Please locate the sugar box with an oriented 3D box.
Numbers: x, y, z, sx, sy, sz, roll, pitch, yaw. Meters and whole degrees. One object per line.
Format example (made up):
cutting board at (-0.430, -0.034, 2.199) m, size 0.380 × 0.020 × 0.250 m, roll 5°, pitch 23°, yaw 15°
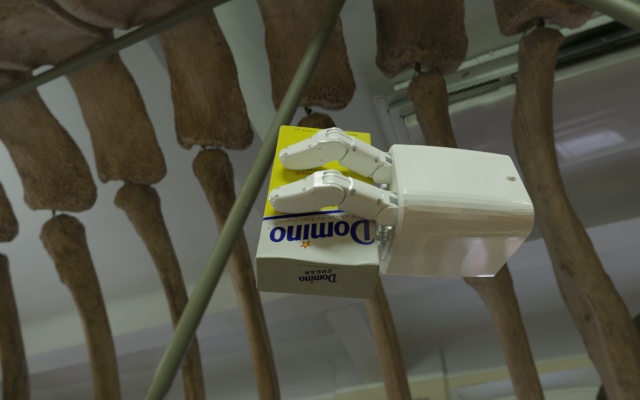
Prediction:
sugar box at (0.000, 0.001, 0.420) m, size 0.093 × 0.048 × 0.176 m, roll 4°, pitch 39°, yaw -2°
